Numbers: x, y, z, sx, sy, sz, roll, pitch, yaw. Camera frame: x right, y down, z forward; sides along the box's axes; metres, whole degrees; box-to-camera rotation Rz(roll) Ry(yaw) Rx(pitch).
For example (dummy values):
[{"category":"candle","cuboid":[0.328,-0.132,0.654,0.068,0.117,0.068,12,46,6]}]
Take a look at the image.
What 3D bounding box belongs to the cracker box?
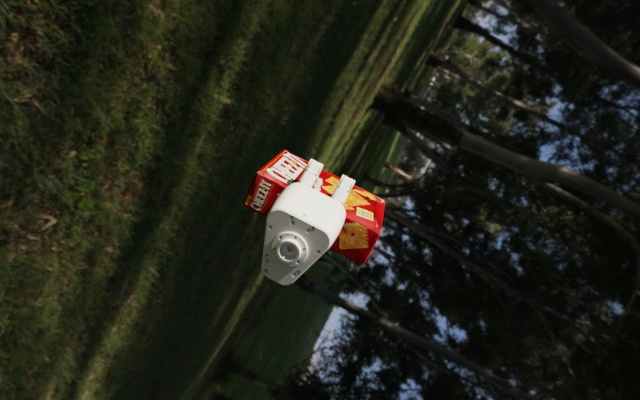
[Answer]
[{"category":"cracker box","cuboid":[0.000,0.003,0.807,0.213,0.072,0.164,27,21,2]}]
